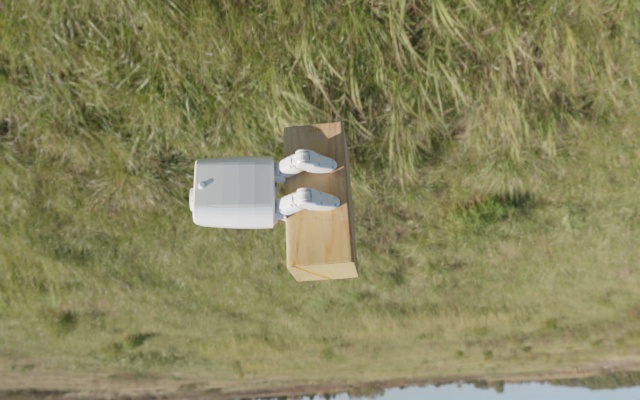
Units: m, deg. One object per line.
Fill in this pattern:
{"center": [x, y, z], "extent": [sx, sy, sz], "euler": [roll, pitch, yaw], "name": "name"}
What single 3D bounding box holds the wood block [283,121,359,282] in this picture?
{"center": [0.000, 0.003, 0.683], "extent": [0.090, 0.206, 0.091], "euler": [-5, -22, 6], "name": "wood block"}
